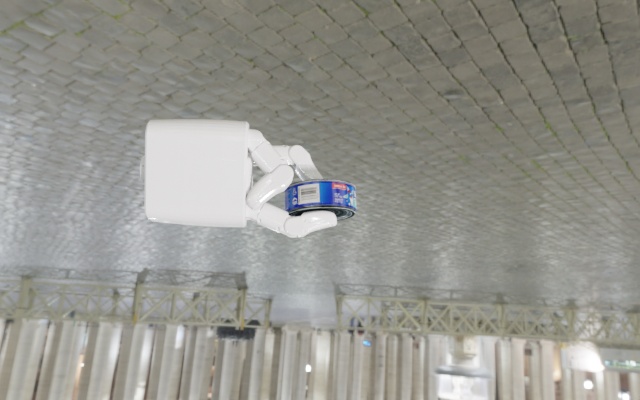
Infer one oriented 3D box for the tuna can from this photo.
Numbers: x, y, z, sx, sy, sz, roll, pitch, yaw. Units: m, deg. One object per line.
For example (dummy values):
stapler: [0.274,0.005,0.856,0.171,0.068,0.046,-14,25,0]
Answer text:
tuna can: [0.000,0.002,0.568,0.086,0.033,0.086,-2,-14,-1]
